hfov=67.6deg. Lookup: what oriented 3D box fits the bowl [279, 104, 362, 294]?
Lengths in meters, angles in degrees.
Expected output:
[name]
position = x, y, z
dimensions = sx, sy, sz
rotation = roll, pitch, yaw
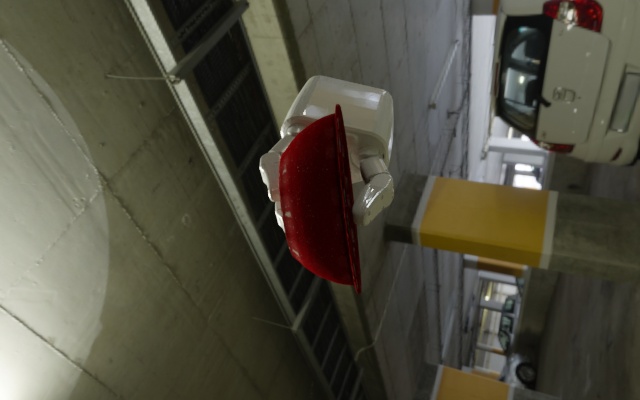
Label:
[bowl]
position = 0.000, 0.002, 0.411
dimensions = 0.055, 0.162, 0.162
rotation = -7, -1, 5
